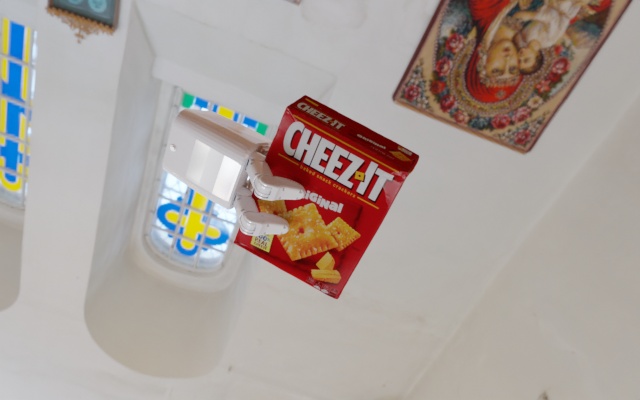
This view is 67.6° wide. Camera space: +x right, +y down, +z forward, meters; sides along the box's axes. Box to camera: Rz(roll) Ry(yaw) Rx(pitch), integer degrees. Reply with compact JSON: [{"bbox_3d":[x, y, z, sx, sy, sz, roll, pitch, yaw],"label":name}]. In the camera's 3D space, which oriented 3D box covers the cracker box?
[{"bbox_3d":[0.000,0.002,0.611,0.164,0.214,0.072,29,30,6],"label":"cracker box"}]
